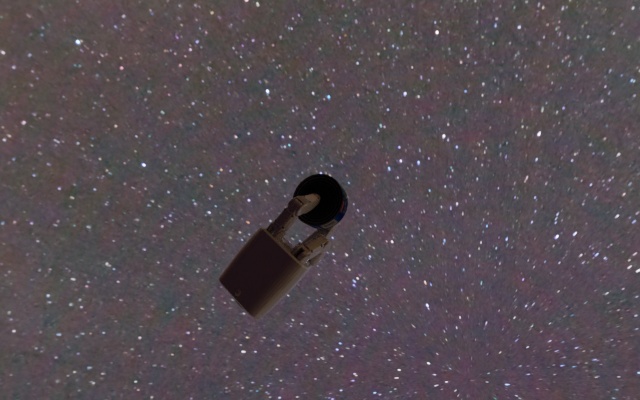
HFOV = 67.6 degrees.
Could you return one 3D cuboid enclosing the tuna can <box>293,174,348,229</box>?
[{"bbox_3d":[0.000,0.003,0.770,0.086,0.086,0.034,0,-15,21],"label":"tuna can"}]
